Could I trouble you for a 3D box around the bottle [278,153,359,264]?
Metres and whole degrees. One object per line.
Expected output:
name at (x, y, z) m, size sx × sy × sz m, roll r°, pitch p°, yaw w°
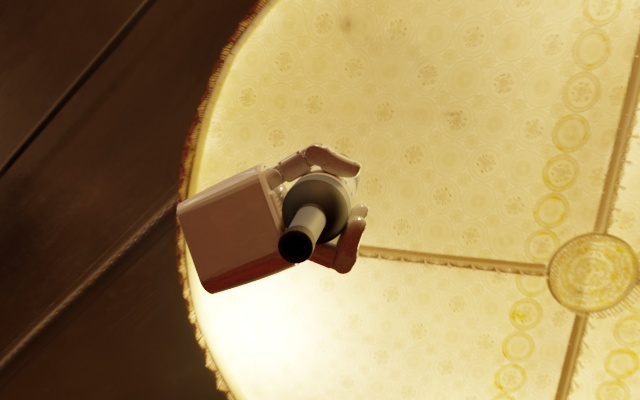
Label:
bottle at (0.000, 0.002, 0.503) m, size 0.069 × 0.069 × 0.295 m, roll 0°, pitch 13°, yaw 8°
